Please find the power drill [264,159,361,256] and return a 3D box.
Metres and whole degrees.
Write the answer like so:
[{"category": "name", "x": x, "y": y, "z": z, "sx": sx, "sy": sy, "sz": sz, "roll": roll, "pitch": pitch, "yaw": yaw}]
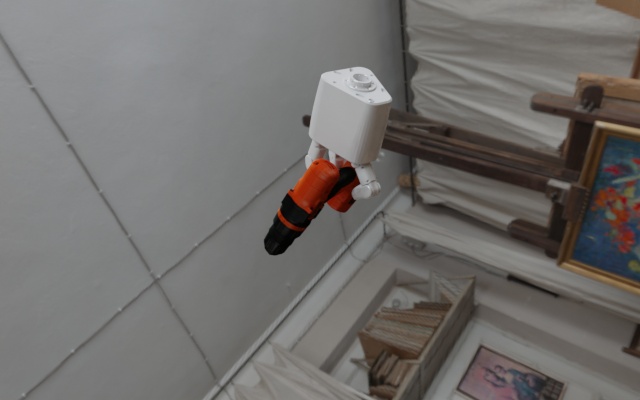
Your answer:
[{"category": "power drill", "x": 0.000, "y": 0.002, "z": 0.780, "sx": 0.057, "sy": 0.184, "sz": 0.187, "roll": 44, "pitch": 29, "yaw": 12}]
